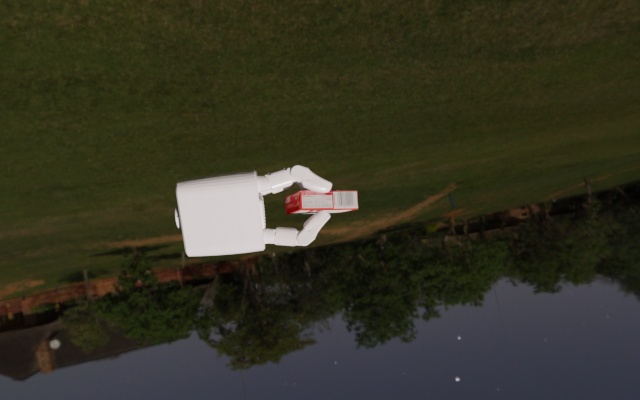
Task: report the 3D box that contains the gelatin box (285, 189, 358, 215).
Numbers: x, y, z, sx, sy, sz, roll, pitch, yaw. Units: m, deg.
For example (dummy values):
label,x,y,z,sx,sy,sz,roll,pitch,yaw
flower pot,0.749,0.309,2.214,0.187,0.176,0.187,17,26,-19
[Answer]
label,x,y,z,sx,sy,sz,roll,pitch,yaw
gelatin box,0.000,0.003,0.692,0.089,0.030,0.073,-1,-5,-19
